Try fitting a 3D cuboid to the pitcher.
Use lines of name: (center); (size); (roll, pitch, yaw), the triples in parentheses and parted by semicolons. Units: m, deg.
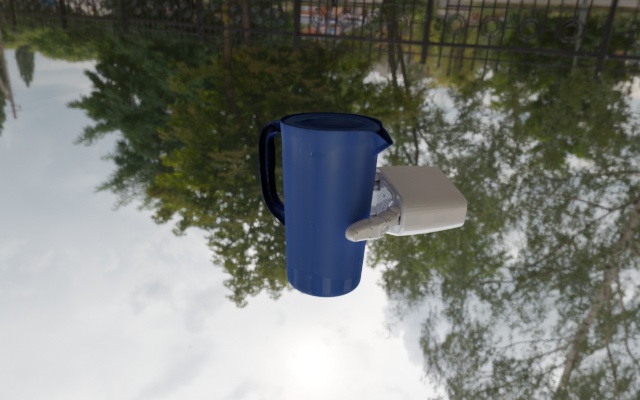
pitcher: (0.000, 0.002, 0.658); (0.145, 0.243, 0.149); (-5, 21, -21)
